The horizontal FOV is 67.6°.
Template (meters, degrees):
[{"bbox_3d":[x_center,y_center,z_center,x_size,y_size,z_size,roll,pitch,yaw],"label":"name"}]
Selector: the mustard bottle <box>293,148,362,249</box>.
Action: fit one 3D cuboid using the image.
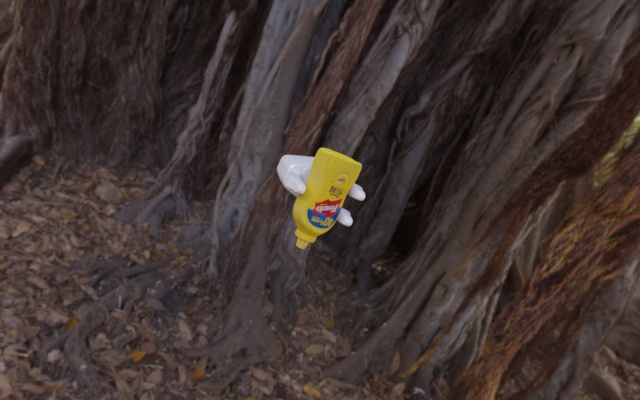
[{"bbox_3d":[0.000,0.003,0.891,0.096,0.191,0.058,14,15,-45],"label":"mustard bottle"}]
